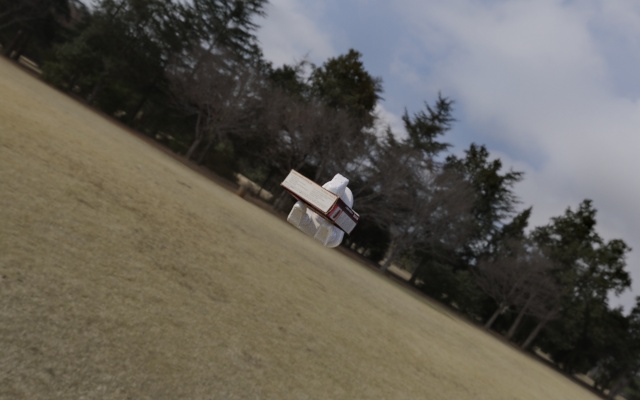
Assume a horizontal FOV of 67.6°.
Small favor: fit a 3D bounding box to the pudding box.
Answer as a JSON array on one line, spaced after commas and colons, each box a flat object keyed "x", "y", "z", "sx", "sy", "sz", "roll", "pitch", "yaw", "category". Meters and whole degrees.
[{"x": 0.000, "y": 0.002, "z": 0.780, "sx": 0.113, "sy": 0.039, "sz": 0.090, "roll": 30, "pitch": -7, "yaw": 37, "category": "pudding box"}]
